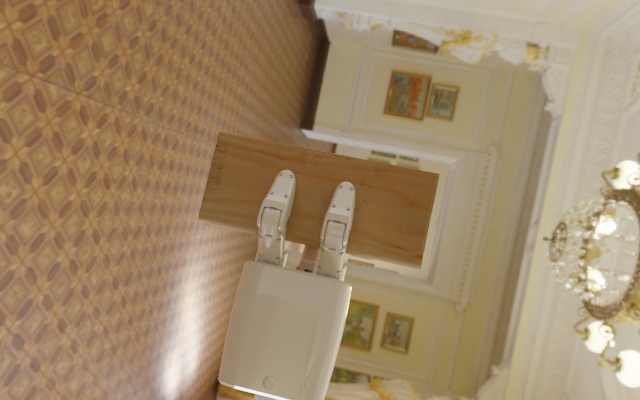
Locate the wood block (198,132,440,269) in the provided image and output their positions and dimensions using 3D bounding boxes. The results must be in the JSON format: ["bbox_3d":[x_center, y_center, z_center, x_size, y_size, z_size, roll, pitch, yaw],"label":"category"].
[{"bbox_3d":[0.000,0.002,0.474,0.206,0.090,0.091,12,-5,6],"label":"wood block"}]
